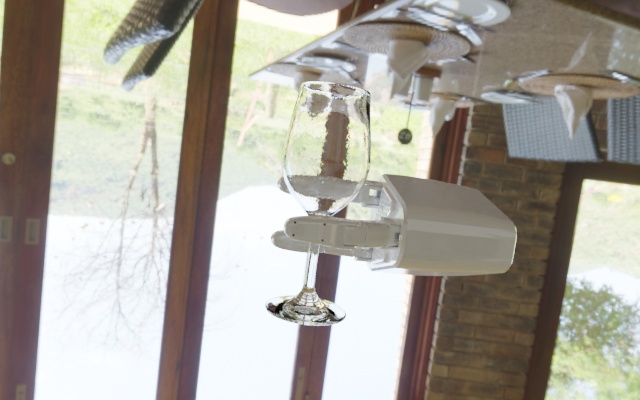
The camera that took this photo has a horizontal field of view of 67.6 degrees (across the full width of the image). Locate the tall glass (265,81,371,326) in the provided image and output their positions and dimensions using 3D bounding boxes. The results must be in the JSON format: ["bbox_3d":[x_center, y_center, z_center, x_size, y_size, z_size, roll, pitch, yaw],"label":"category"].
[{"bbox_3d":[0.000,0.002,0.423,0.079,0.201,0.079,7,6,-1],"label":"tall glass"}]
